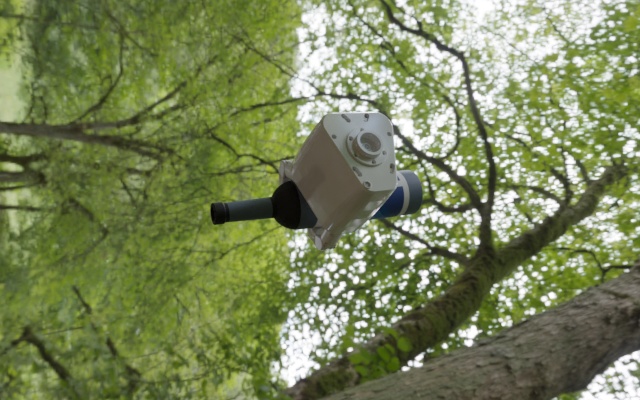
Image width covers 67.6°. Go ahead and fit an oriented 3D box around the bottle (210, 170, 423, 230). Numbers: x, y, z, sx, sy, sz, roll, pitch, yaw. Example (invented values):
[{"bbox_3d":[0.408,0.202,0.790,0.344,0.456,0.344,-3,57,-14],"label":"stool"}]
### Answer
[{"bbox_3d":[0.000,0.002,0.648,0.295,0.069,0.069,-6,3,-25],"label":"bottle"}]
